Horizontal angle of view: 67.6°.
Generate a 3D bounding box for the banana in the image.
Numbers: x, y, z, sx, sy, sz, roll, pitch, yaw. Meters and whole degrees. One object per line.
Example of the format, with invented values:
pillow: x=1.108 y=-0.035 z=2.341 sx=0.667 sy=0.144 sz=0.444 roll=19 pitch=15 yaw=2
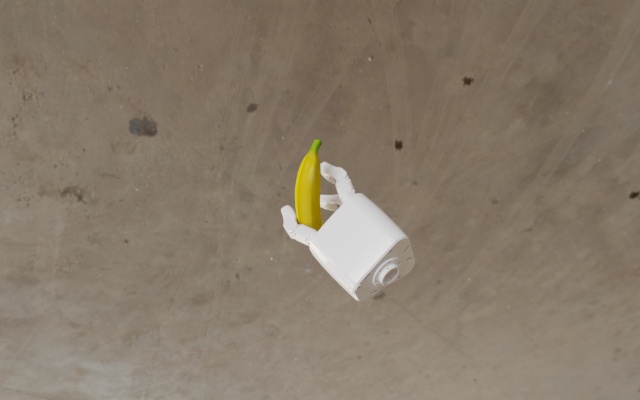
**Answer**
banana: x=-0.011 y=0.008 z=0.740 sx=0.037 sy=0.198 sz=0.069 roll=21 pitch=40 yaw=29
